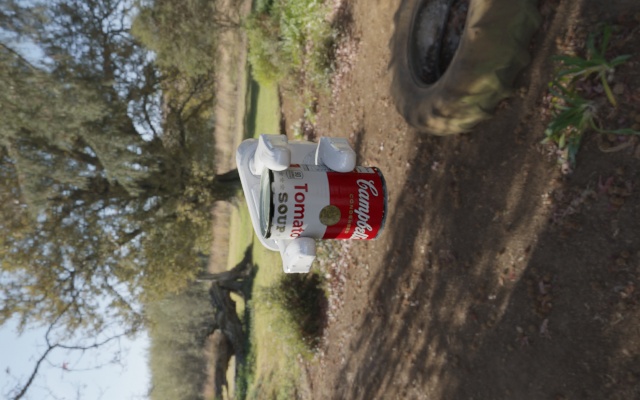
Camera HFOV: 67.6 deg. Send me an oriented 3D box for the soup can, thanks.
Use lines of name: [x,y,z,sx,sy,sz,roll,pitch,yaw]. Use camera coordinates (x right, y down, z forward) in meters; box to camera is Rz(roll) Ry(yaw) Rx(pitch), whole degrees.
soup can: [0.000,0.002,0.425,0.102,0.068,0.068,1,0,-15]
